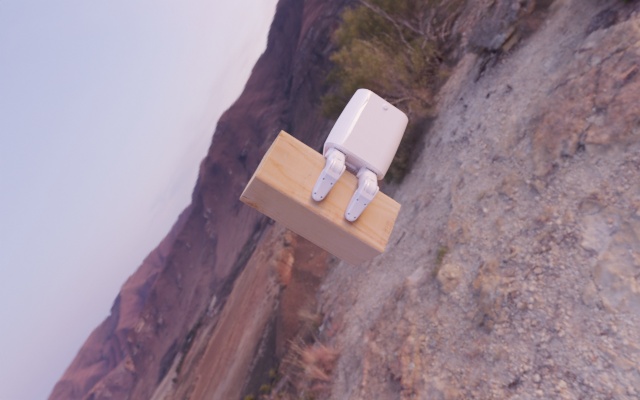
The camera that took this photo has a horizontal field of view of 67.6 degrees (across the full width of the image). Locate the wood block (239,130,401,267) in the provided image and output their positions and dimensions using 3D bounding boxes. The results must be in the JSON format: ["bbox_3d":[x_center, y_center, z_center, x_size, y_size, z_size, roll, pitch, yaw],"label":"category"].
[{"bbox_3d":[0.000,0.002,0.702,0.206,0.090,0.091,31,-29,-10],"label":"wood block"}]
